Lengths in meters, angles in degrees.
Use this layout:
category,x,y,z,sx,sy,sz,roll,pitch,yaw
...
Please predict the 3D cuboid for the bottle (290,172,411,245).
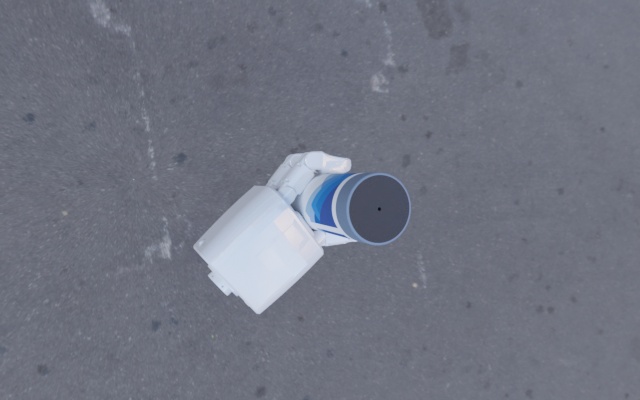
category,x,y,z,sx,sy,sz,roll,pitch,yaw
bottle,0.000,0.002,0.568,0.069,0.069,0.295,0,2,-21
